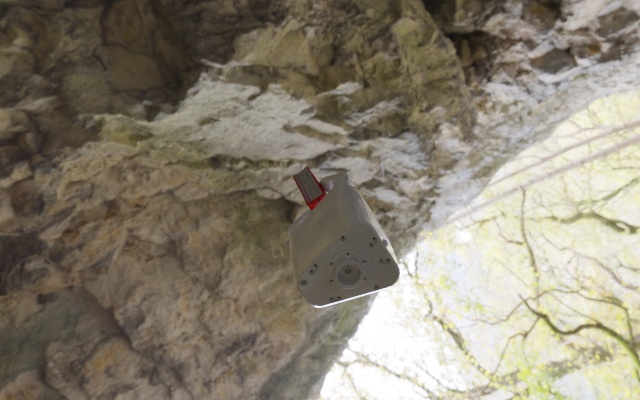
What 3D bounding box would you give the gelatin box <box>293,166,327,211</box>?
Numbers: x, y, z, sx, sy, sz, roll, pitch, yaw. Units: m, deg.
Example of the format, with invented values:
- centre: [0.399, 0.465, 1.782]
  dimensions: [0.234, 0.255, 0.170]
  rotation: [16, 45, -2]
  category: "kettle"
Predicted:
- centre: [0.000, 0.002, 0.676]
  dimensions: [0.030, 0.073, 0.089]
  rotation: [-34, 34, 2]
  category: "gelatin box"
